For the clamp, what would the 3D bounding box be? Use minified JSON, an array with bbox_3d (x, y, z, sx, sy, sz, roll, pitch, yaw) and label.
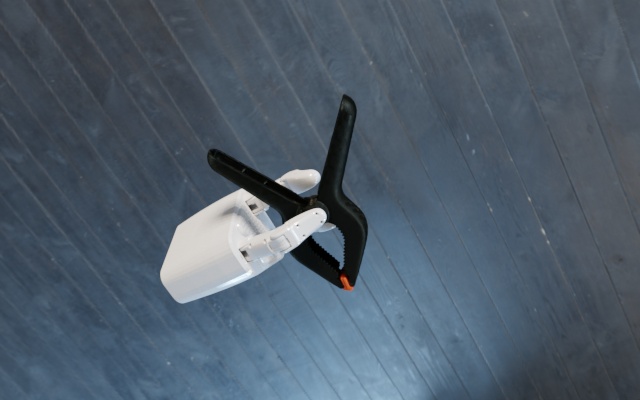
[{"bbox_3d":[0.000,0.003,0.506,0.164,0.210,0.036,-26,18,19],"label":"clamp"}]
